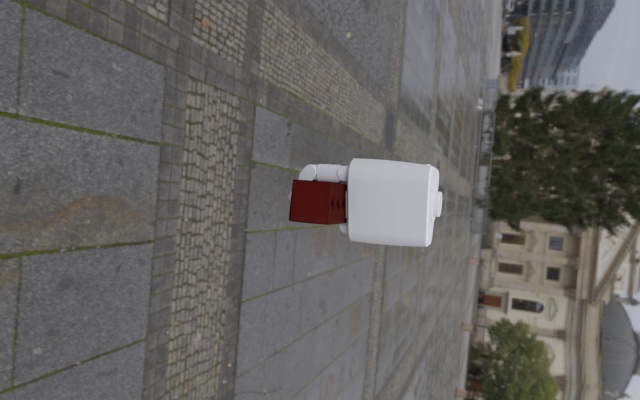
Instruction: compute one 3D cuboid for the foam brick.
[{"bbox_3d":[0.000,0.002,0.608,0.051,0.053,0.078,5,2,20],"label":"foam brick"}]
